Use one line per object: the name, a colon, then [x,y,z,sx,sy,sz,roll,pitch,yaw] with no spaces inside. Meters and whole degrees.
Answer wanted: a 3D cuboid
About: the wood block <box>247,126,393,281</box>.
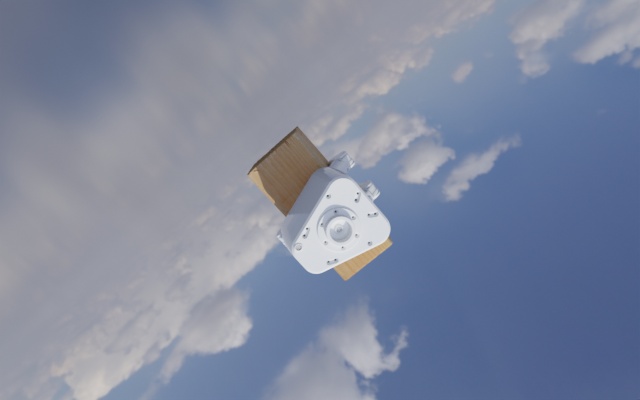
wood block: [0.000,0.003,0.694,0.091,0.206,0.090,-40,12,8]
